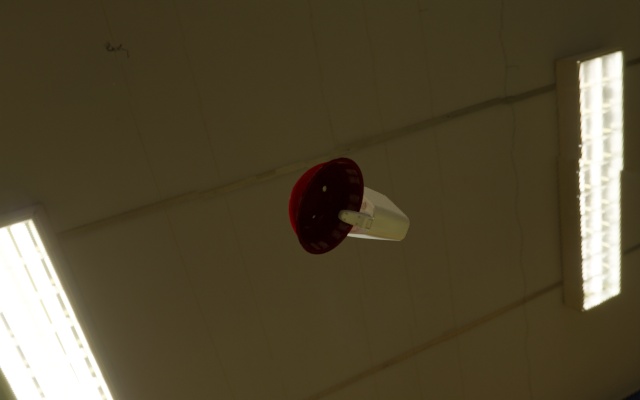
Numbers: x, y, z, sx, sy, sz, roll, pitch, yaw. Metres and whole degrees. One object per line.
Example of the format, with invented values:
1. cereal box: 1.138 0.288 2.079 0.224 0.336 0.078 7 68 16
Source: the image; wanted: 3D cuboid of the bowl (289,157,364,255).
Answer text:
1. bowl: -0.001 0.002 0.767 0.055 0.162 0.162 23 14 36
